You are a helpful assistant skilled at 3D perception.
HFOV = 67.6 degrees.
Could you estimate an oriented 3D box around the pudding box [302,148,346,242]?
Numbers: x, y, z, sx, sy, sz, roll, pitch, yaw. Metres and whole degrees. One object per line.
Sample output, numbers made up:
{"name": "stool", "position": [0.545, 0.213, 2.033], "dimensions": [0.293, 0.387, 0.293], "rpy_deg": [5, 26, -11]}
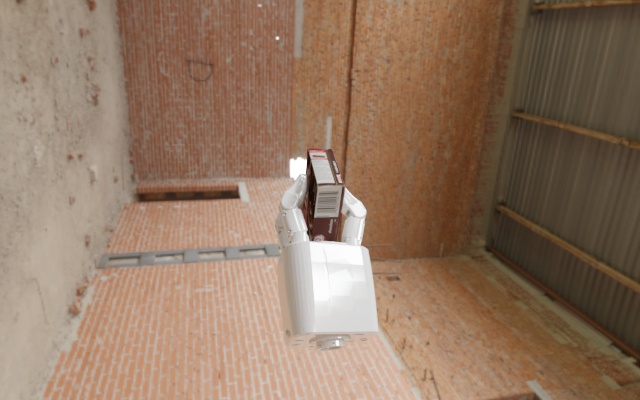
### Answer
{"name": "pudding box", "position": [0.000, 0.002, 0.623], "dimensions": [0.039, 0.114, 0.090], "rpy_deg": [1, 35, -12]}
